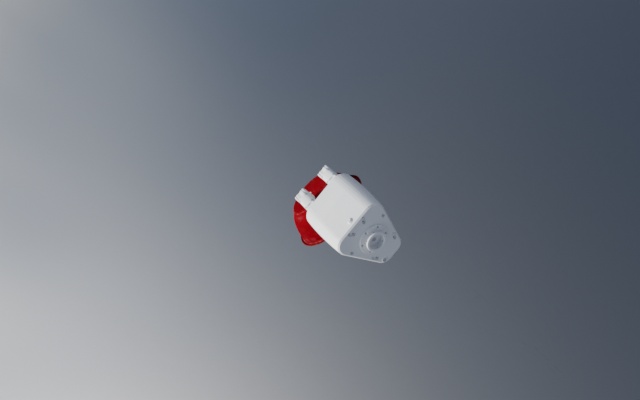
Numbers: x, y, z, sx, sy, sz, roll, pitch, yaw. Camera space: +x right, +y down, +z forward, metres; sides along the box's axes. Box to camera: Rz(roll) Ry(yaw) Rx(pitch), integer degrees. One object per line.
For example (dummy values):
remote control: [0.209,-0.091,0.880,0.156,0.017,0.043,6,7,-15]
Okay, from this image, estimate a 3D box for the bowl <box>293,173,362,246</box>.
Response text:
bowl: [-0.001,0.003,0.885,0.055,0.162,0.162,38,-17,-22]
